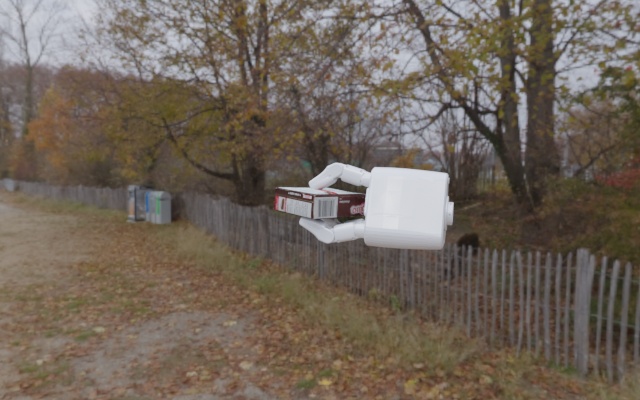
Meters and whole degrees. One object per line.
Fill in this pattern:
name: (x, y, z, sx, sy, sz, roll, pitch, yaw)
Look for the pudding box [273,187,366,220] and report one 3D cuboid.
pudding box: (0.000, 0.002, 0.724, 0.113, 0.039, 0.090, 1, 7, -45)
